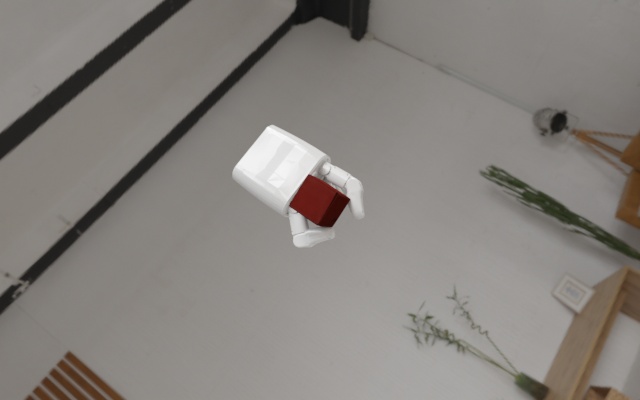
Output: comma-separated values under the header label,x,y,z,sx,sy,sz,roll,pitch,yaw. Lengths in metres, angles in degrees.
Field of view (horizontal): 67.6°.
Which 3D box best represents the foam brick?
label,x,y,z,sx,sy,sz,roll,pitch,yaw
foam brick,0.000,0.002,0.667,0.051,0.053,0.078,34,4,16
